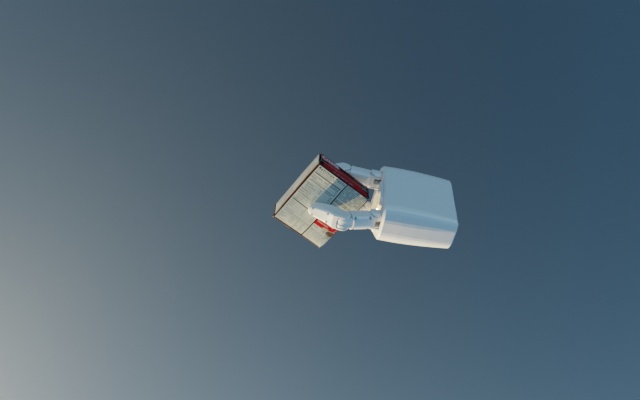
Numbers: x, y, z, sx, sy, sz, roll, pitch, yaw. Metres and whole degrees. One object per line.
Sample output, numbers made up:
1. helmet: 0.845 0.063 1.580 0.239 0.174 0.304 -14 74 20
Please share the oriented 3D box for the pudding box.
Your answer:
1. pudding box: 0.000 0.002 0.677 0.090 0.113 0.039 36 24 -15
